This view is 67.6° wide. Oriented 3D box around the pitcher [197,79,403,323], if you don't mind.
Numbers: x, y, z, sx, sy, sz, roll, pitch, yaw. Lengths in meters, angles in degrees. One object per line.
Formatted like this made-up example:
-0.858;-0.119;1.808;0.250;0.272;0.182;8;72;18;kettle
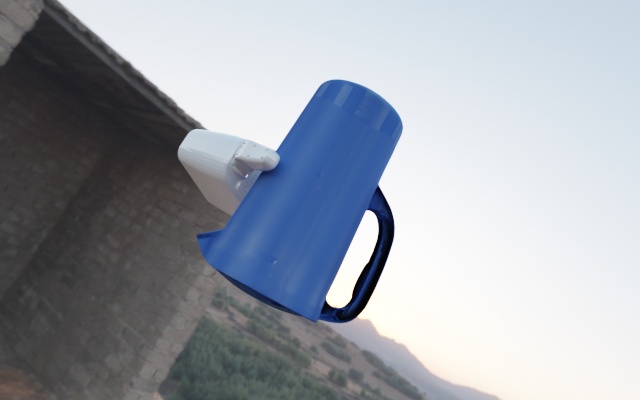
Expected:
0.000;0.002;0.514;0.145;0.242;0.149;19;-16;41;pitcher
